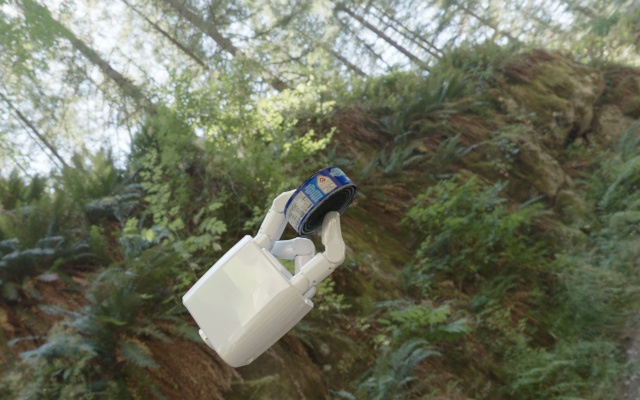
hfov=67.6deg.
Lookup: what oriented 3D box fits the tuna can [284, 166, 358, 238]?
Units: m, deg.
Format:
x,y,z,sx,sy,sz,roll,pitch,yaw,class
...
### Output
x,y,z,sx,sy,sz,roll,pitch,yaw,class
0.000,0.001,0.546,0.086,0.033,0.086,-37,-19,-15,tuna can
